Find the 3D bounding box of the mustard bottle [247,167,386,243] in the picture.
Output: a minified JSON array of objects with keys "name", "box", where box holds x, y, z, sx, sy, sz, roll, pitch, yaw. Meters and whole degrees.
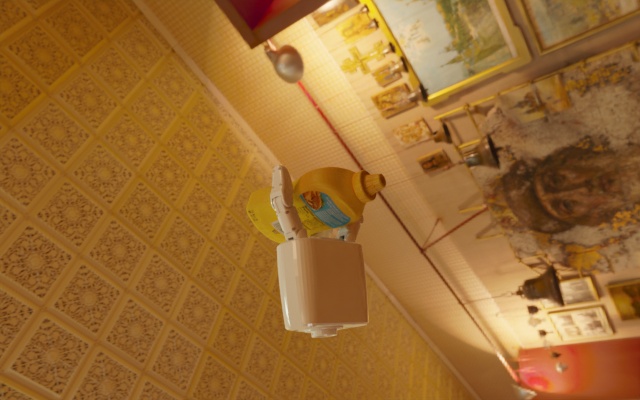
[{"name":"mustard bottle","box":[0.000,0.002,0.639,0.191,0.058,0.096,-19,-48,32]}]
